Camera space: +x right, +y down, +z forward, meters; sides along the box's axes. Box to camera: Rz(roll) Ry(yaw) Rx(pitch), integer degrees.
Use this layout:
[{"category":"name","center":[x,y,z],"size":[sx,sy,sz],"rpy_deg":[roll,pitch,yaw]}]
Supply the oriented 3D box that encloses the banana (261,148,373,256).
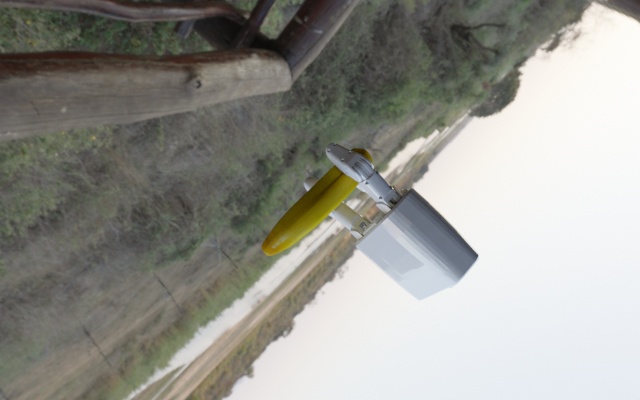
[{"category":"banana","center":[0.009,-0.008,0.557],"size":[0.197,0.037,0.070],"rpy_deg":[-45,-2,-34]}]
